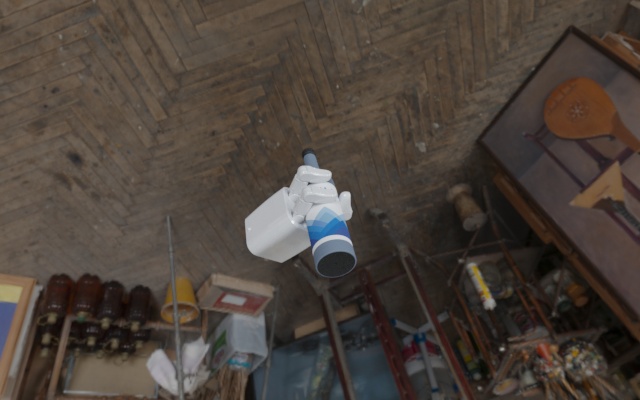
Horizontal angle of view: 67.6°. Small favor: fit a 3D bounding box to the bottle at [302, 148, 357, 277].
[{"bbox_3d":[0.000,0.003,0.863,0.069,0.069,0.295,0,42,-13],"label":"bottle"}]
